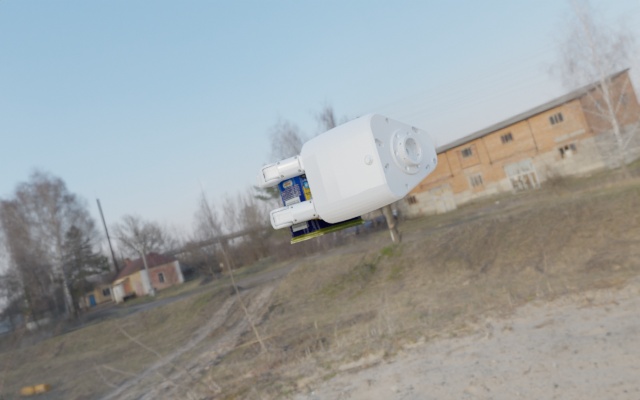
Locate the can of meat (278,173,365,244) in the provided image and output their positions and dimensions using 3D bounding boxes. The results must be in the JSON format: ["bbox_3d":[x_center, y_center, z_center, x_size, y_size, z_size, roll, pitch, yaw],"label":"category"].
[{"bbox_3d":[0.000,0.002,0.613,0.102,0.084,0.057,-13,-5,-40],"label":"can of meat"}]
